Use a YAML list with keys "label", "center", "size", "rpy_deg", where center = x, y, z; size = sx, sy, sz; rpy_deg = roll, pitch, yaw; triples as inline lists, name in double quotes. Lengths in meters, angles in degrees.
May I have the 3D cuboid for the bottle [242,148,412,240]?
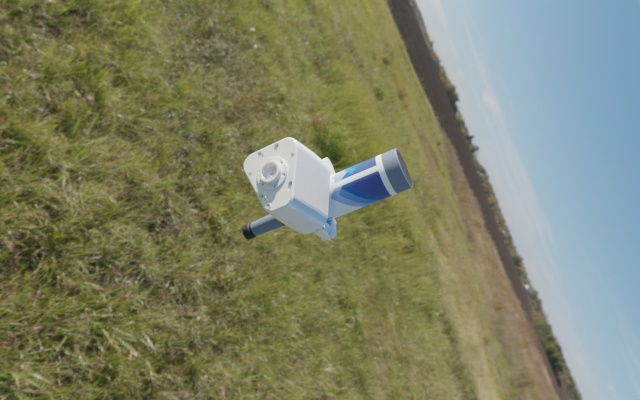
- label: "bottle"
  center: [0.000, 0.003, 0.784]
  size: [0.296, 0.069, 0.069]
  rpy_deg: [-22, -7, 18]
